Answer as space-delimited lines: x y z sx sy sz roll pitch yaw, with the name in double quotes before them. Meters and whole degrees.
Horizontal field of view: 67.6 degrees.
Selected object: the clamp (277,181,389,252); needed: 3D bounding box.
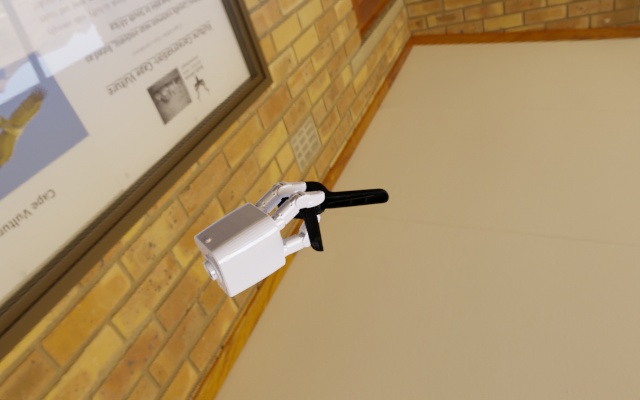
"clamp" 0.000 0.003 0.810 0.164 0.036 0.210 -30 34 -25
